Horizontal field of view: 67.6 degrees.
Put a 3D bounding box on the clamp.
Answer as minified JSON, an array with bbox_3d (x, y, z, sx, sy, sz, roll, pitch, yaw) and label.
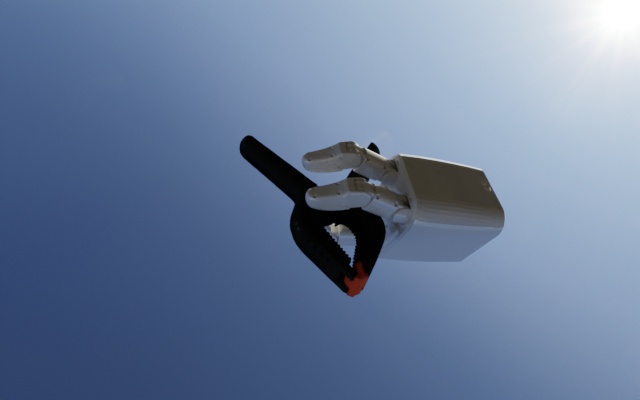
[{"bbox_3d":[0.000,0.003,0.484,0.164,0.036,0.209,5,43,-13],"label":"clamp"}]
